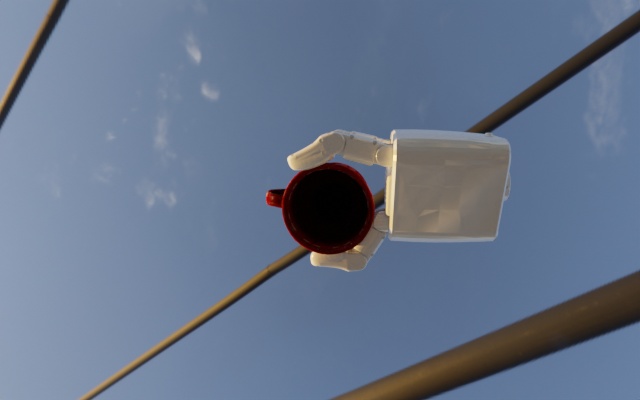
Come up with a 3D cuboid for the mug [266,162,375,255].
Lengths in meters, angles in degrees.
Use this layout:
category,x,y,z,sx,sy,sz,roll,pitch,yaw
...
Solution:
category,x,y,z,sx,sy,sz,roll,pitch,yaw
mug,-0.001,0.002,0.514,0.117,0.093,0.081,4,10,6
